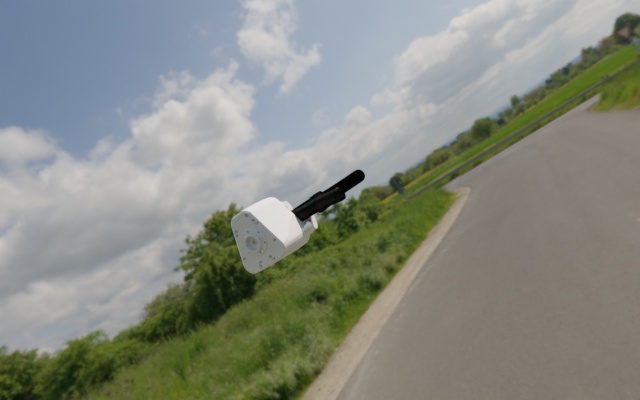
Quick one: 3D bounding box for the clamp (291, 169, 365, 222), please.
[{"bbox_3d":[0.000,0.002,0.885,0.171,0.039,0.120,-34,-1,23],"label":"clamp"}]
